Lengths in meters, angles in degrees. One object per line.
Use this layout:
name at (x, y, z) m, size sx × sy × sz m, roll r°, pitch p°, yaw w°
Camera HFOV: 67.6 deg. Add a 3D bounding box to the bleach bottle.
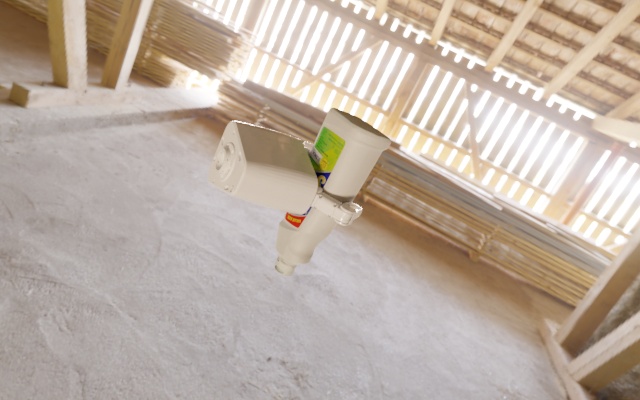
bleach bottle at (0.000, 0.002, 0.676) m, size 0.068 × 0.251 × 0.102 m, roll 14°, pitch 21°, yaw -35°
